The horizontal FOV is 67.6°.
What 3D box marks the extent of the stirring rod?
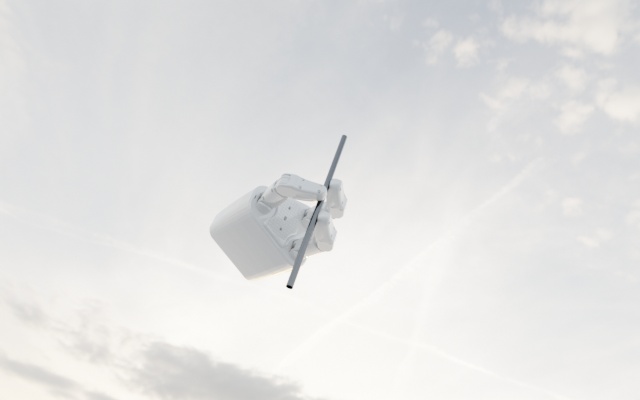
[{"bbox_3d":[0.000,0.002,0.568,0.011,0.239,0.011,12,-40,10],"label":"stirring rod"}]
